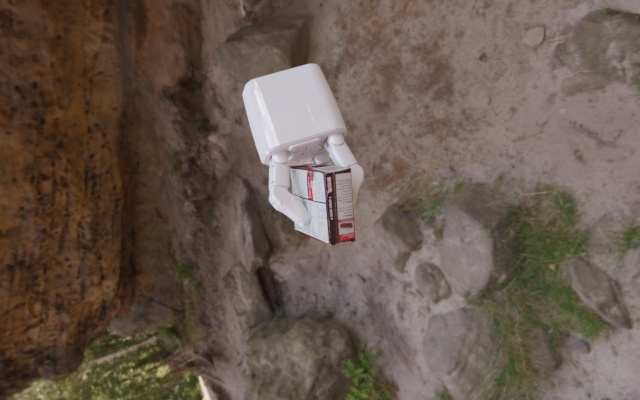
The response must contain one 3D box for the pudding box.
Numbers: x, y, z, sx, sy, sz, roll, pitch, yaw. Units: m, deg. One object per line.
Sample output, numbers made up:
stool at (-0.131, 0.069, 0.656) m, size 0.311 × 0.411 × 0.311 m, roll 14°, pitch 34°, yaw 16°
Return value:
pudding box at (0.000, 0.002, 0.601) m, size 0.039 × 0.090 × 0.113 m, roll -9°, pitch 10°, yaw -23°
